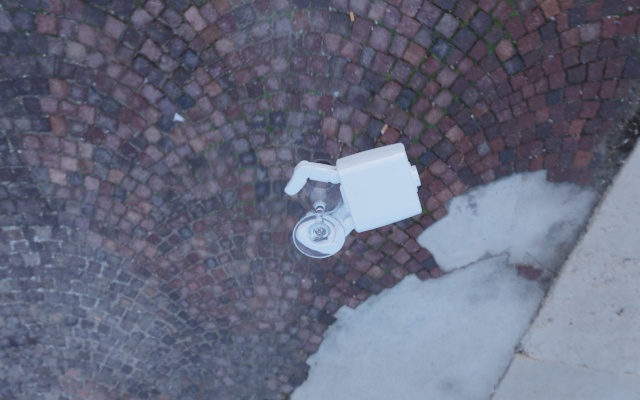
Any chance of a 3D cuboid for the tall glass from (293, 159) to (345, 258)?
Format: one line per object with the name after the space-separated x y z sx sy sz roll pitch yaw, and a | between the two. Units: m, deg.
0.000 0.003 0.757 0.079 0.079 0.201 0 29 1 | tall glass
